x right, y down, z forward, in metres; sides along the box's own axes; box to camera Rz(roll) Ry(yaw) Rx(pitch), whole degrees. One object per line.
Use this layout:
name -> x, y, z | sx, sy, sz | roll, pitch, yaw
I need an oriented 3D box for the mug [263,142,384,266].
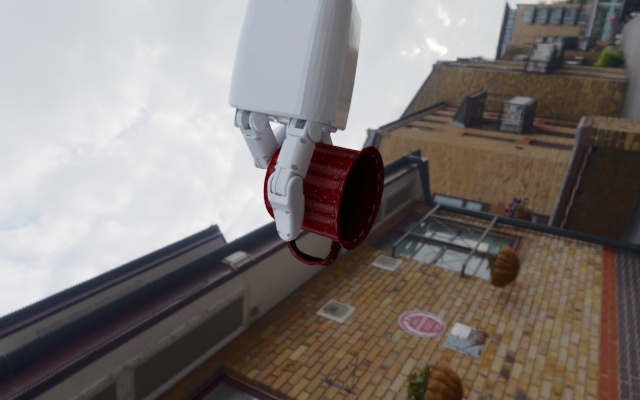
mug -> 0.000, 0.003, 0.437 | 0.081, 0.117, 0.093 | 14, 7, 27
